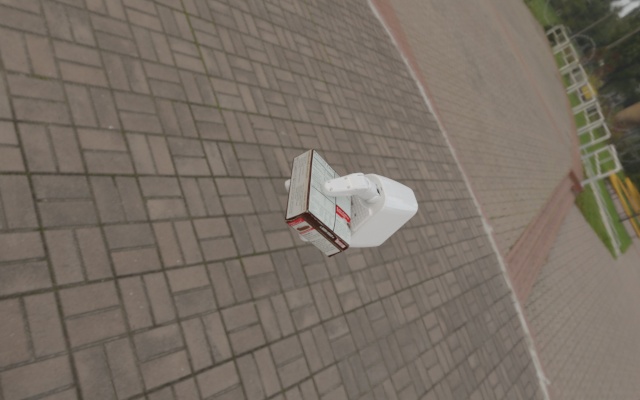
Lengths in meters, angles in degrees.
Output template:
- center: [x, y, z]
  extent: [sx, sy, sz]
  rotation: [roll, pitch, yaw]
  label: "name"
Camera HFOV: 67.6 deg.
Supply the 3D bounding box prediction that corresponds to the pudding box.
- center: [0.000, 0.002, 0.615]
  extent: [0.039, 0.113, 0.090]
  rotation: [-27, -51, 28]
  label: "pudding box"
